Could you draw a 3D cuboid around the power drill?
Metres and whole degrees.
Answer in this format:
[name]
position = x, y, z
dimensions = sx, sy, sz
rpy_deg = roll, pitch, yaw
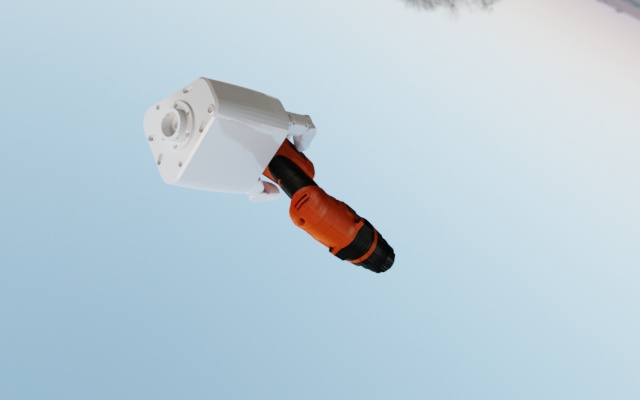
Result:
[power drill]
position = 0.000, 0.002, 0.578
dimensions = 0.184, 0.057, 0.187
rpy_deg = 40, 5, -47
